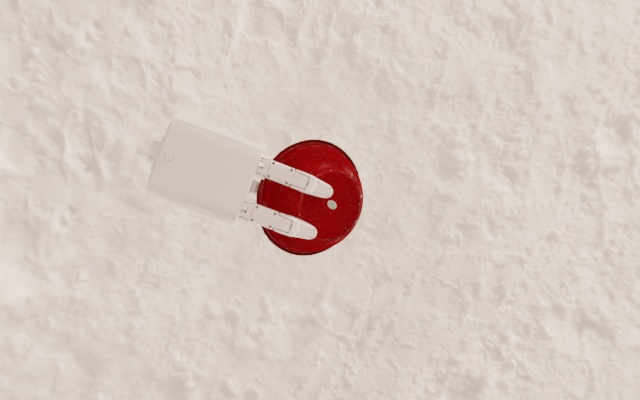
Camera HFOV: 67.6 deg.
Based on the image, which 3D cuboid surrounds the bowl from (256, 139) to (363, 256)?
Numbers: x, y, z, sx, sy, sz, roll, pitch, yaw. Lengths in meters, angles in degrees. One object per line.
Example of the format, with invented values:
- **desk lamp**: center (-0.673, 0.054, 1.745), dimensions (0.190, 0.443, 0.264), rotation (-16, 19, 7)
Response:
- **bowl**: center (0.001, 0.002, 0.631), dimensions (0.162, 0.162, 0.055), rotation (0, 11, -30)
